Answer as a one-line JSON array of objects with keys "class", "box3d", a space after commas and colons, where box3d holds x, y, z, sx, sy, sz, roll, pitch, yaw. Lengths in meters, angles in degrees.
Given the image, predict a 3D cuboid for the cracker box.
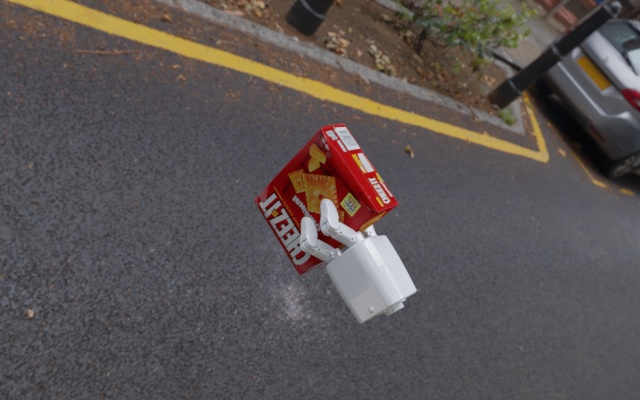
[{"class": "cracker box", "box3d": [0.000, 0.002, 0.800, 0.072, 0.164, 0.214, -17, -20, -50]}]
